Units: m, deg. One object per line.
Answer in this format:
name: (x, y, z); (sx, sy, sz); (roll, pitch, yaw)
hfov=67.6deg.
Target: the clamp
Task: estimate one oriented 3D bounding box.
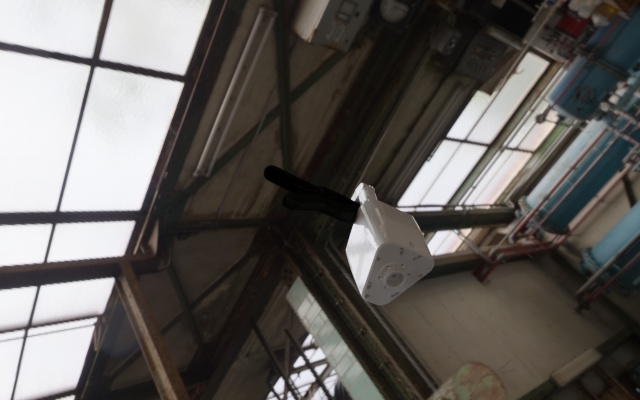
clamp: (0.000, 0.003, 0.708); (0.171, 0.039, 0.120); (19, 23, -19)
